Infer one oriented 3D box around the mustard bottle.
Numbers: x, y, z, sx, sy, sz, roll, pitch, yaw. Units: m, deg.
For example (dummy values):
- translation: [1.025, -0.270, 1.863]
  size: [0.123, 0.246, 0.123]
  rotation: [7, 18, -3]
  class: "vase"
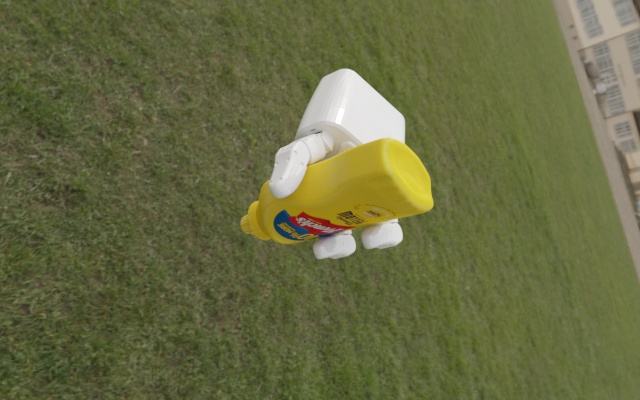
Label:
- translation: [0.000, 0.002, 0.451]
  size: [0.191, 0.058, 0.096]
  rotation: [-17, -26, 31]
  class: "mustard bottle"
